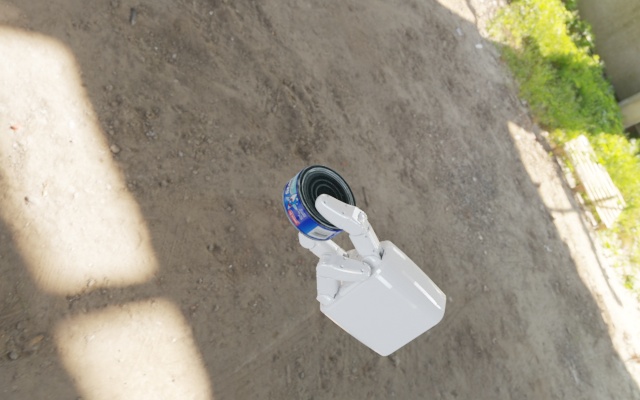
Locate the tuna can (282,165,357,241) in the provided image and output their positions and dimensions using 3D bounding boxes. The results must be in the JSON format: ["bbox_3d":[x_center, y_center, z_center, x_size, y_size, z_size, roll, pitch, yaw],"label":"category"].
[{"bbox_3d":[0.000,0.002,0.554,0.086,0.086,0.034,0,-26,-40],"label":"tuna can"}]
